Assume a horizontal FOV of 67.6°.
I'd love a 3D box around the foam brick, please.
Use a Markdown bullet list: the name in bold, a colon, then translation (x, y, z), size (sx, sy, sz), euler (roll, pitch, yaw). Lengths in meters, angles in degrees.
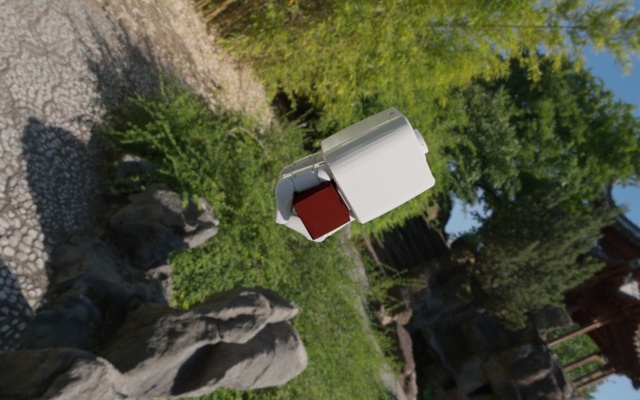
- **foam brick**: translation (0.000, 0.002, 0.585), size (0.051, 0.053, 0.078), euler (-27, 20, 7)
